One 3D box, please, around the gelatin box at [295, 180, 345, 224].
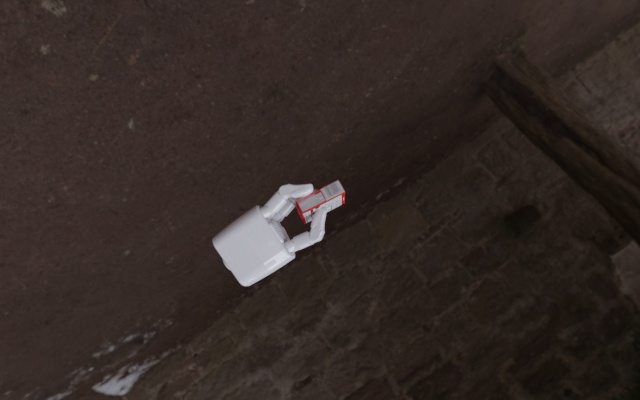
[{"bbox_3d":[0.001,0.003,0.870,0.089,0.030,0.073,-26,-16,-5],"label":"gelatin box"}]
